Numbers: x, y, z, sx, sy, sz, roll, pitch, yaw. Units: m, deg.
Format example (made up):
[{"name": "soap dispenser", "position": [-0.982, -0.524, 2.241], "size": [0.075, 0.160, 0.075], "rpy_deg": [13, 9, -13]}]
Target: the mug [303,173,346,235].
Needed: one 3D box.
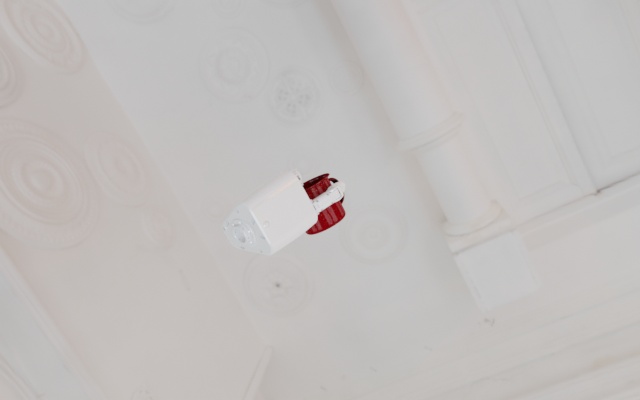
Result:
[{"name": "mug", "position": [0.001, 0.002, 0.860], "size": [0.093, 0.081, 0.117], "rpy_deg": [-16, 16, 49]}]
